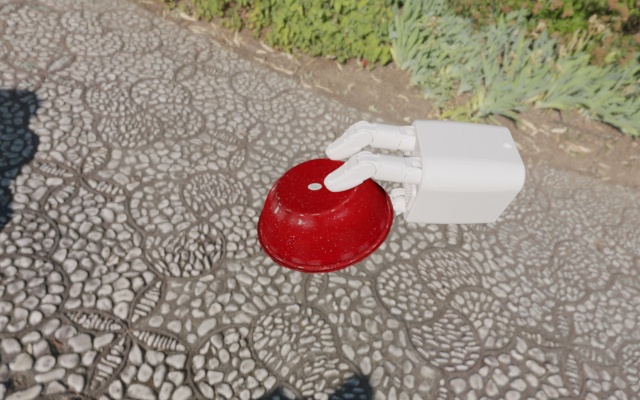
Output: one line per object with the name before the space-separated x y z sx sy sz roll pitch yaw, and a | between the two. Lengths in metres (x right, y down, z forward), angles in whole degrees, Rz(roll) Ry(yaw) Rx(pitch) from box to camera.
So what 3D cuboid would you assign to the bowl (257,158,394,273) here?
bowl | -0.001 0.002 0.539 0.162 0.055 0.162 -7 44 7
